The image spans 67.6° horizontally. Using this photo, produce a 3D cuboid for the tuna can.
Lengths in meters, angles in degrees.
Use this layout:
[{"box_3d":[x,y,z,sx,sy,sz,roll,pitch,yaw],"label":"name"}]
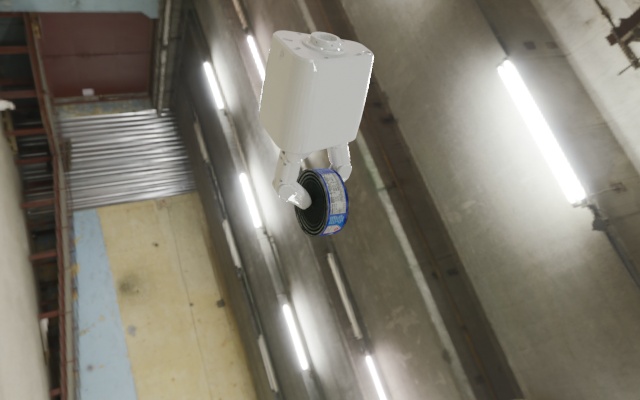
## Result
[{"box_3d":[0.001,0.002,0.605,0.034,0.086,0.086,-6,3,-30],"label":"tuna can"}]
